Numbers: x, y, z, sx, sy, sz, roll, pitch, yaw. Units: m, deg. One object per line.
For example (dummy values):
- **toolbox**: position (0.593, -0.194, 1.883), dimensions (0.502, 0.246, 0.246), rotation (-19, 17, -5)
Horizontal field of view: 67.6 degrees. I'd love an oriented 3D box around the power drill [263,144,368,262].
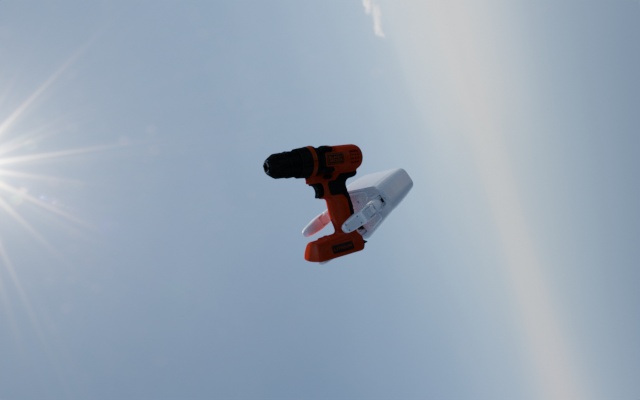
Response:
- **power drill**: position (0.000, 0.003, 0.785), dimensions (0.184, 0.187, 0.057), rotation (-10, 6, -32)
